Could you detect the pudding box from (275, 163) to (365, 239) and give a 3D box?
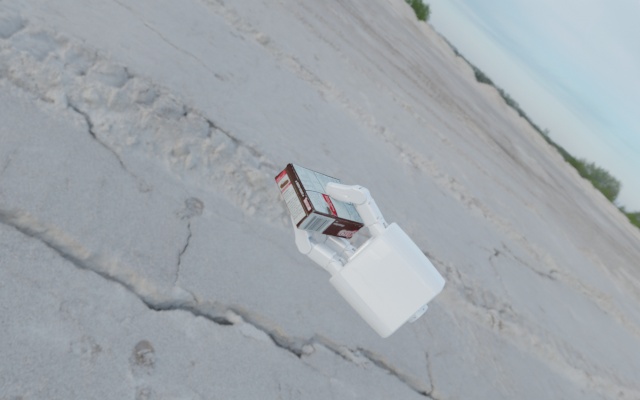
[{"bbox_3d":[0.000,0.002,0.661,0.039,0.090,0.113,-44,-36,23],"label":"pudding box"}]
